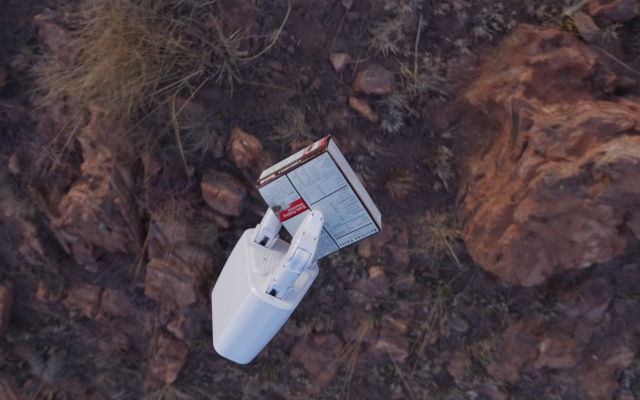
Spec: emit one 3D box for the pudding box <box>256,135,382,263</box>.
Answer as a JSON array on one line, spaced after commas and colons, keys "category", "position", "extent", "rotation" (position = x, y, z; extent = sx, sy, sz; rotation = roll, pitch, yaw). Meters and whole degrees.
[{"category": "pudding box", "position": [0.000, 0.002, 0.503], "extent": [0.090, 0.113, 0.039], "rotation": [-27, 25, 17]}]
